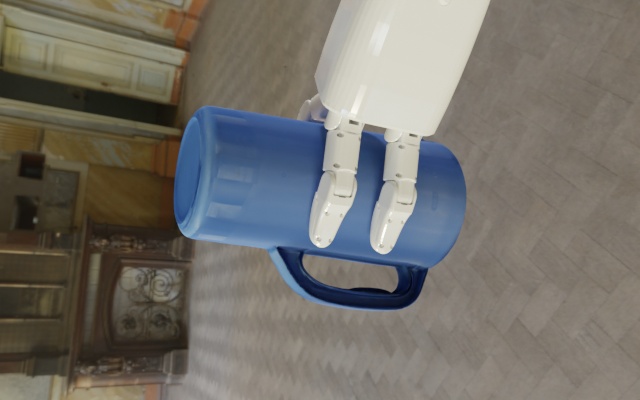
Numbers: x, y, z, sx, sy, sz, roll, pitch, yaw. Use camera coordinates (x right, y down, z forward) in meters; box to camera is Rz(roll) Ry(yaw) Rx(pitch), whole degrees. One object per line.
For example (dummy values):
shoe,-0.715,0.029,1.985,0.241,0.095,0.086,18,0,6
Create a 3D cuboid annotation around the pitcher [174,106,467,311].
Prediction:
pitcher,0.000,0.001,0.431,0.243,0.145,0.149,8,30,-27
